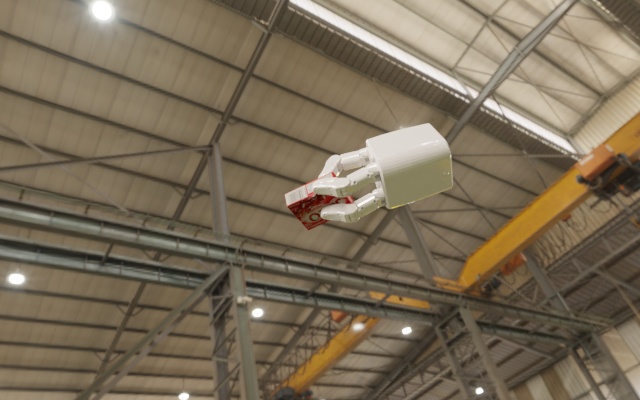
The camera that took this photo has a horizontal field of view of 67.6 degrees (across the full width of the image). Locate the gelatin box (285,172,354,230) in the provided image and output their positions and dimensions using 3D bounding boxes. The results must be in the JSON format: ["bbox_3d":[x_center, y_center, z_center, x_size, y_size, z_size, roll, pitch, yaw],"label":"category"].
[{"bbox_3d":[0.000,0.002,0.754,0.089,0.030,0.073,-25,-43,13],"label":"gelatin box"}]
